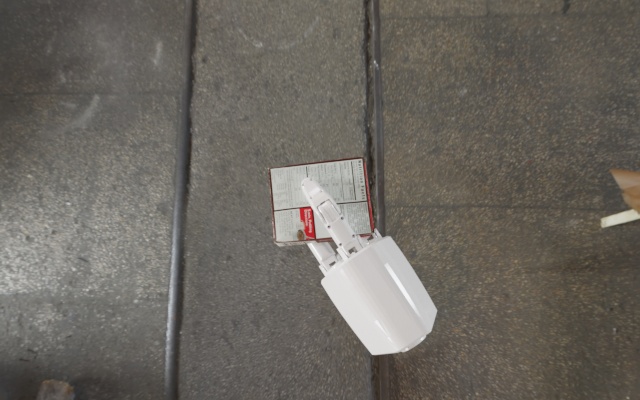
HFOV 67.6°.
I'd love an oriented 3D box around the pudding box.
[{"bbox_3d":[0.000,0.002,0.544,0.113,0.090,0.039,-6,-9,1],"label":"pudding box"}]
